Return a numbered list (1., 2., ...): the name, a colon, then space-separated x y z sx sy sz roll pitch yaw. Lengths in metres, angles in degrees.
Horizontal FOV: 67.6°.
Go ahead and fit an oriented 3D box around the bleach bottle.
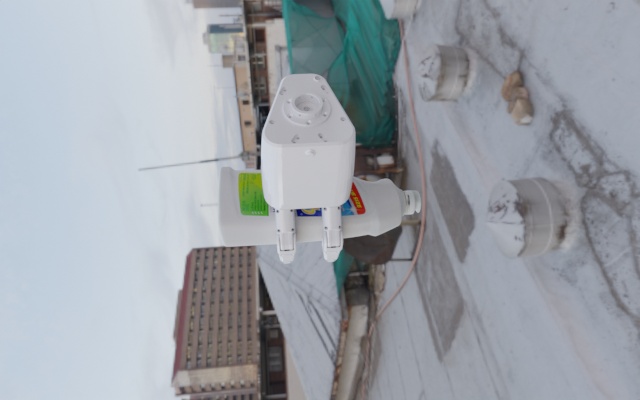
1. bleach bottle: 0.000 0.002 0.610 0.251 0.102 0.068 -3 -34 -5
